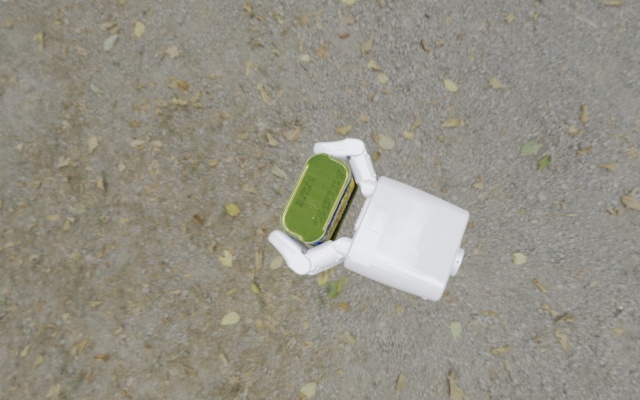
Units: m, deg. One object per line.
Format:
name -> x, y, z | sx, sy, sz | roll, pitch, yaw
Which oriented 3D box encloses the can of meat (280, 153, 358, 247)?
can of meat -> 0.000, 0.002, 0.541 | 0.057, 0.102, 0.084 | 24, -3, 10
